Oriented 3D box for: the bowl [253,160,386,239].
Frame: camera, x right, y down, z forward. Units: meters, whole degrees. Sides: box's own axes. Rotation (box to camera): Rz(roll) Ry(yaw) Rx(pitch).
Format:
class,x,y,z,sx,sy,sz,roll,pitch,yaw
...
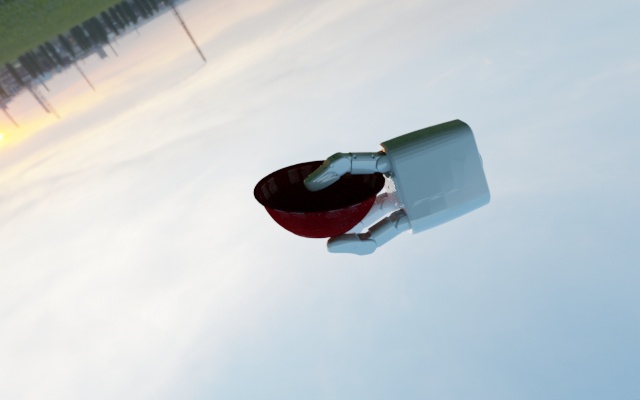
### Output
class,x,y,z,sx,sy,sz,roll,pitch,yaw
bowl,-0.001,0.002,0.594,0.162,0.055,0.162,-4,25,2
